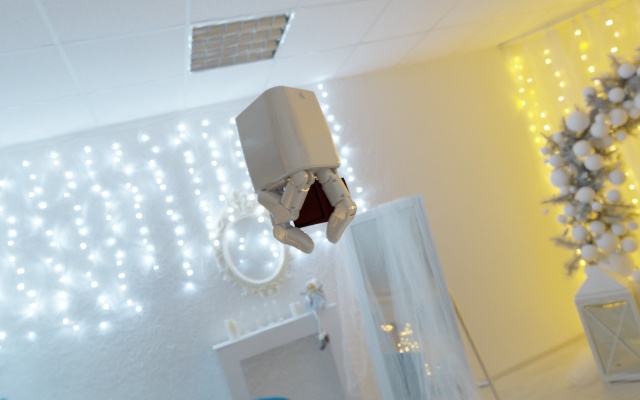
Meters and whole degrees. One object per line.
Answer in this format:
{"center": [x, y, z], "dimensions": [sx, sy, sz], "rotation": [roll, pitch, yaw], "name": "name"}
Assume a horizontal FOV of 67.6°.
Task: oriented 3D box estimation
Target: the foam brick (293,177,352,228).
{"center": [0.000, 0.002, 0.637], "dimensions": [0.053, 0.051, 0.078], "rotation": [-23, -8, 34], "name": "foam brick"}
